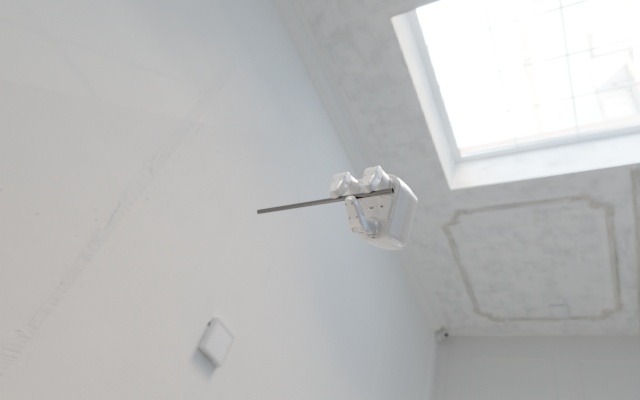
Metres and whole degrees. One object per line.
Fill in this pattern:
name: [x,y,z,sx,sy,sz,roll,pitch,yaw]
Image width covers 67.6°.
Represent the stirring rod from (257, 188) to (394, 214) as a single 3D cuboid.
stirring rod: [0.000,0.002,0.748,0.239,0.011,0.011,-9,-4,28]
